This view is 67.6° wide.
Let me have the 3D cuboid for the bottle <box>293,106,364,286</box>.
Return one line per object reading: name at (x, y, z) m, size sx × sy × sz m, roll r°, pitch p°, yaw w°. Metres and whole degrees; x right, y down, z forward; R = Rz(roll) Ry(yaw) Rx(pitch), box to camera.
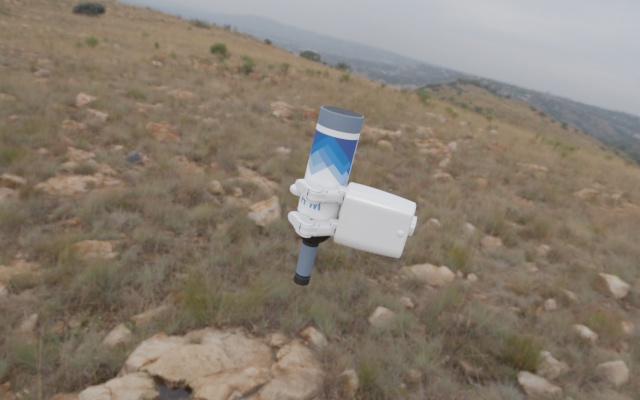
bottle at (0.000, 0.002, 0.760) m, size 0.069 × 0.296 × 0.069 m, roll 12°, pitch 19°, yaw -4°
